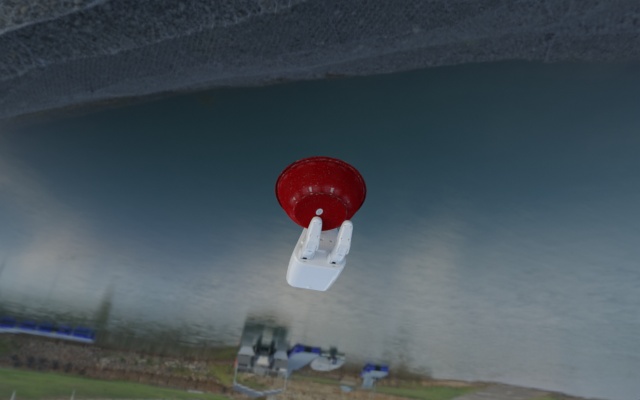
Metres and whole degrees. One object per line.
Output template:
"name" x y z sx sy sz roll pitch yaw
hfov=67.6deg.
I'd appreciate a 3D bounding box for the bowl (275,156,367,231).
"bowl" 0.000 0.002 0.822 0.162 0.162 0.055 0 43 1
